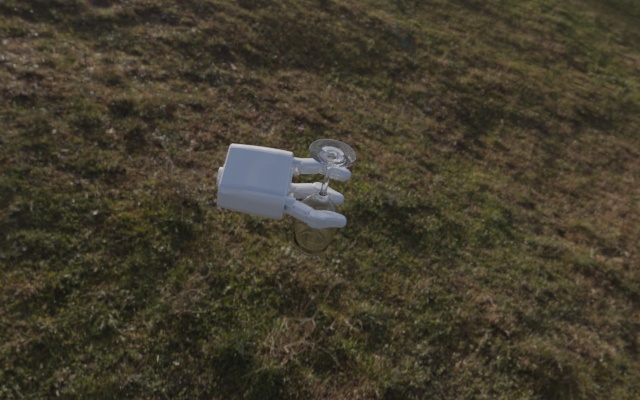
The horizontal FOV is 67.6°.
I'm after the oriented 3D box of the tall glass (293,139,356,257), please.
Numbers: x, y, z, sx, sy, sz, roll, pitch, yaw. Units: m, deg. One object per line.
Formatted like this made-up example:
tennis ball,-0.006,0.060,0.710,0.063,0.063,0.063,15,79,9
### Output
tall glass,0.000,0.002,0.787,0.079,0.201,0.079,8,39,-7
